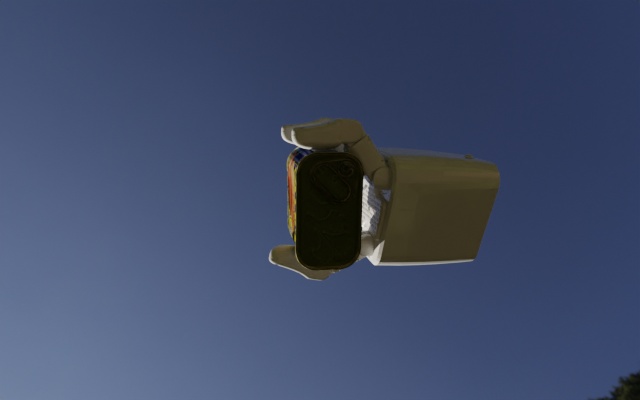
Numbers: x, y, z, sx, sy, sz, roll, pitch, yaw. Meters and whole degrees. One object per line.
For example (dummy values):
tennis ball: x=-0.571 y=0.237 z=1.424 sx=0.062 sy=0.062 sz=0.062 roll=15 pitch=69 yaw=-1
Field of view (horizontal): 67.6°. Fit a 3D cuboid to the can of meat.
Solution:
can of meat: x=0.000 y=0.001 z=0.438 sx=0.057 sy=0.102 sz=0.084 roll=-2 pitch=13 yaw=-10
